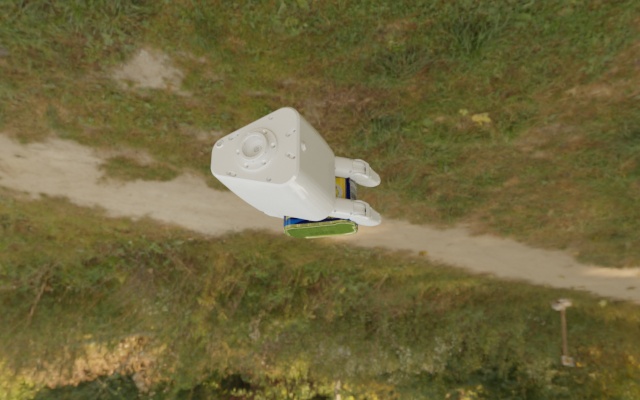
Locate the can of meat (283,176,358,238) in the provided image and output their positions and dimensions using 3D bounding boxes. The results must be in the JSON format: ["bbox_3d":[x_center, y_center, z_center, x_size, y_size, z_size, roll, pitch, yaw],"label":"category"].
[{"bbox_3d":[0.000,0.002,0.636,0.102,0.084,0.057,-6,-22,16],"label":"can of meat"}]
